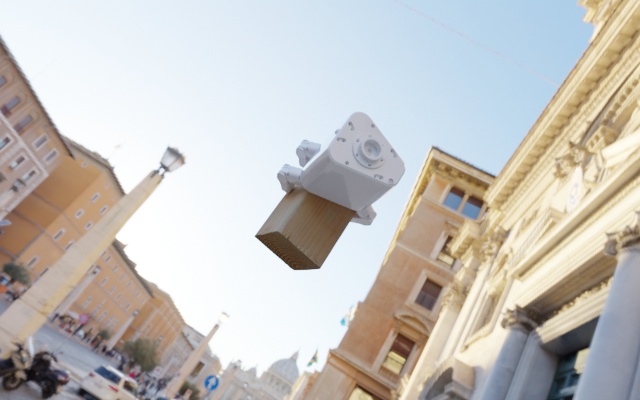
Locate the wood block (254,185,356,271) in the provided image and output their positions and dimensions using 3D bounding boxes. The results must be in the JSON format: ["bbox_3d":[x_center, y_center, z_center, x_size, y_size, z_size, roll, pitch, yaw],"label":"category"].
[{"bbox_3d":[0.001,0.003,0.763,0.091,0.206,0.090,44,-28,-18],"label":"wood block"}]
